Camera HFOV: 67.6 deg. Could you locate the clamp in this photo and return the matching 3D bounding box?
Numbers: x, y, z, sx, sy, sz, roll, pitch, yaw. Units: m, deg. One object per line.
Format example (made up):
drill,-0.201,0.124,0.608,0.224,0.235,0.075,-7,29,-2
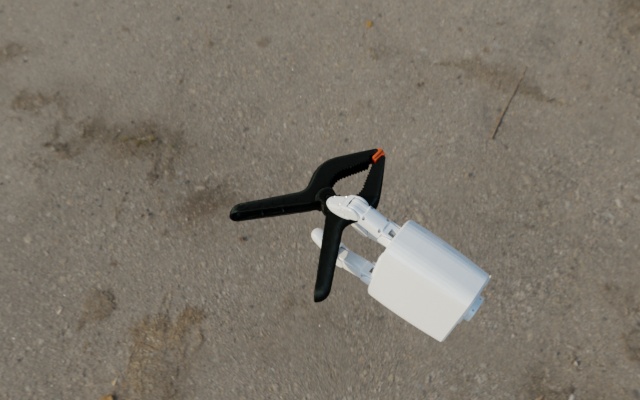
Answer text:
clamp,0.001,0.001,0.606,0.164,0.210,0.036,35,-21,17
